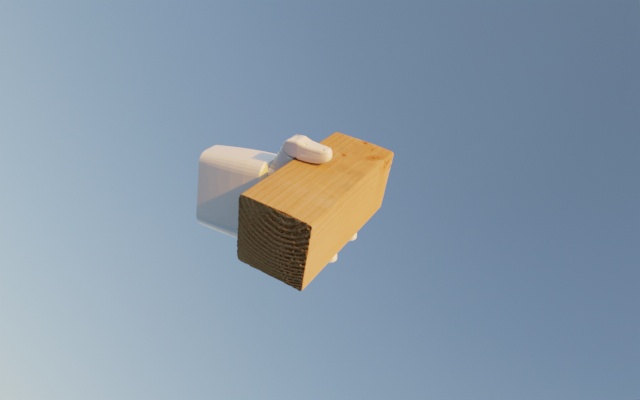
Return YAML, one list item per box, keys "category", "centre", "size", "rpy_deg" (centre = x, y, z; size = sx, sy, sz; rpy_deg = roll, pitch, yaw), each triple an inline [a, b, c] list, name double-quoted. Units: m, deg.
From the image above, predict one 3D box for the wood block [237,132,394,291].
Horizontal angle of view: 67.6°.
- category: "wood block"
  centre: [0.000, 0.001, 0.573]
  size: [0.090, 0.091, 0.206]
  rpy_deg: [23, 36, 21]
